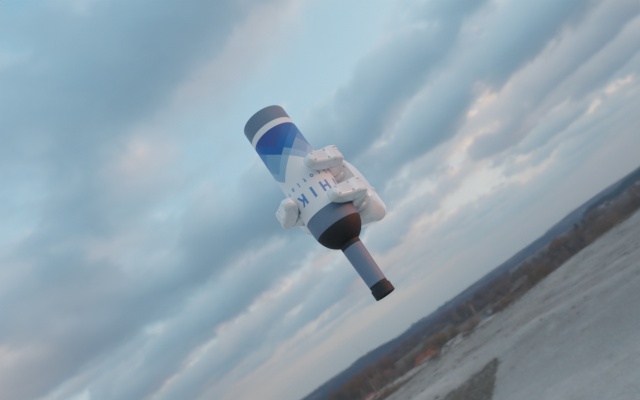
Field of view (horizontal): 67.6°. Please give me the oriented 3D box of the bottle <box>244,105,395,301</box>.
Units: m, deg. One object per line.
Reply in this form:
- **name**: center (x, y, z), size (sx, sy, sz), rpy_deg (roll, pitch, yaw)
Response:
- **bottle**: center (0.000, 0.002, 0.631), size (0.069, 0.295, 0.069), rpy_deg (-31, -19, -12)
